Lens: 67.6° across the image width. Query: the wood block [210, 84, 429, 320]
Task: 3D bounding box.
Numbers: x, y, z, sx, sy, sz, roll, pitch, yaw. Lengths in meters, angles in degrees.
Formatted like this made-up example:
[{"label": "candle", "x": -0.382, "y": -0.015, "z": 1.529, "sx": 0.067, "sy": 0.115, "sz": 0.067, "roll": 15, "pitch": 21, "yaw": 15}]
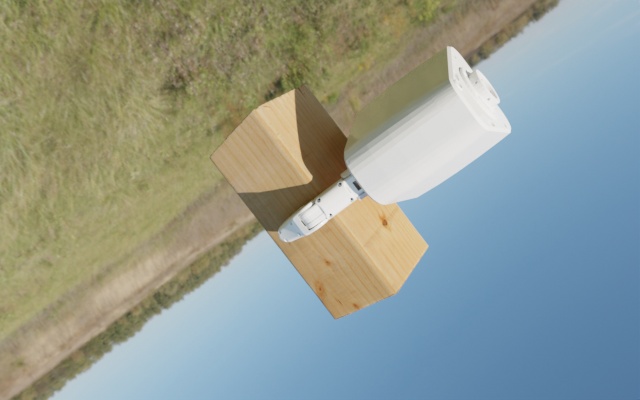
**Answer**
[{"label": "wood block", "x": 0.000, "y": 0.002, "z": 0.478, "sx": 0.090, "sy": 0.206, "sz": 0.090, "roll": -35, "pitch": 3, "yaw": 42}]
